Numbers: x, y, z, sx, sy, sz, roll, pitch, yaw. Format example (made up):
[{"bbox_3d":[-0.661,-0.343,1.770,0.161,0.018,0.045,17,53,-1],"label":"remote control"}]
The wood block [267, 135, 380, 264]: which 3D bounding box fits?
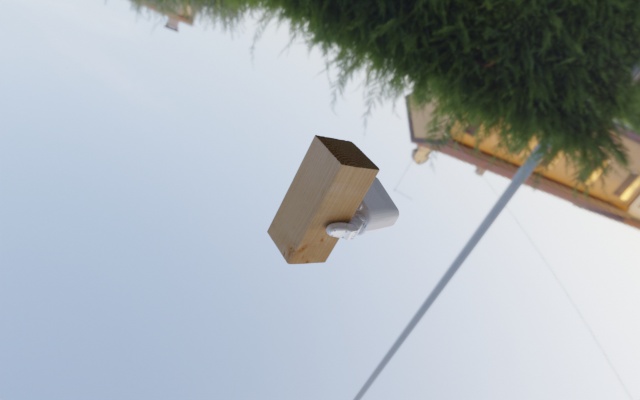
[{"bbox_3d":[0.001,0.003,0.821,0.090,0.206,0.090,4,35,-41],"label":"wood block"}]
